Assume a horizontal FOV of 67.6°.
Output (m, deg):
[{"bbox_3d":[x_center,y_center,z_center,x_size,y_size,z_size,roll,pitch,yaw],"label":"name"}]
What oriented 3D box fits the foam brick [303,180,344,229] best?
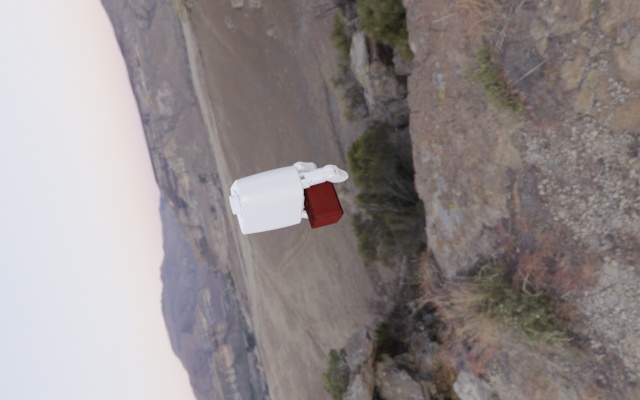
[{"bbox_3d":[0.000,0.003,0.841,0.051,0.078,0.053,-14,-20,-17],"label":"foam brick"}]
